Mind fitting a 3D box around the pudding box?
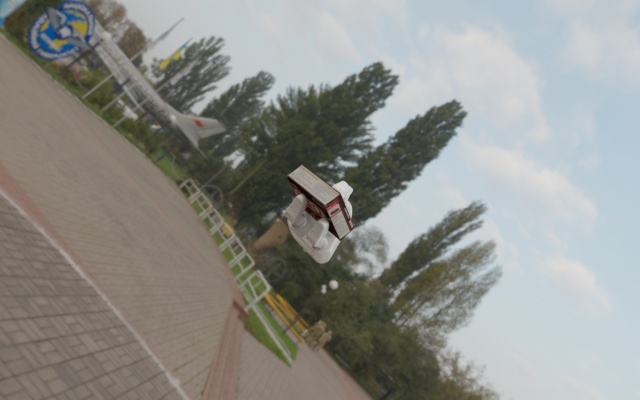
[{"bbox_3d":[0.000,0.003,0.789,0.039,0.090,0.113,-41,47,-14],"label":"pudding box"}]
